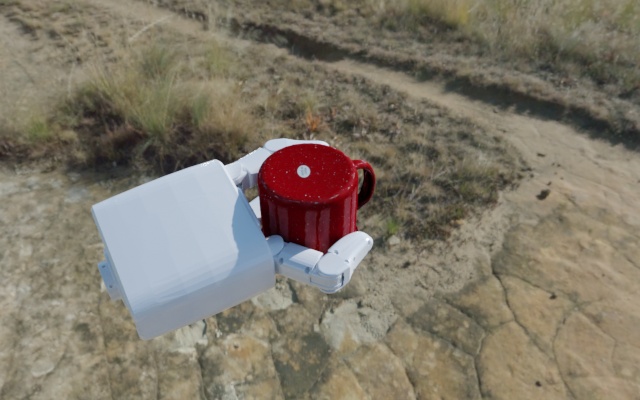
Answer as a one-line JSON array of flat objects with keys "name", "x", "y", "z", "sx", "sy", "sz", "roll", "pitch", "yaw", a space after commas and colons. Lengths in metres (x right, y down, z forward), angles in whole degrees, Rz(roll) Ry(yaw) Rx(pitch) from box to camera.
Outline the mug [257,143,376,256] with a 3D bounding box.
[{"name": "mug", "x": 0.001, "y": 0.001, "z": 0.411, "sx": 0.117, "sy": 0.082, "sz": 0.093, "roll": -23, "pitch": 47, "yaw": -23}]
